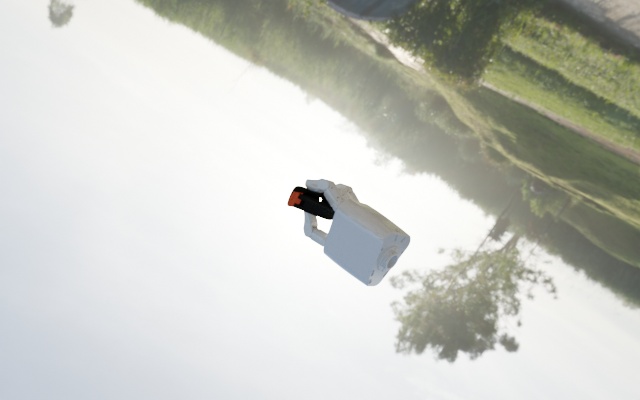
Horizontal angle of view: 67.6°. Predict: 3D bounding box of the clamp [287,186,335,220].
[{"bbox_3d":[0.000,0.004,0.884,0.164,0.036,0.210,35,12,36],"label":"clamp"}]
